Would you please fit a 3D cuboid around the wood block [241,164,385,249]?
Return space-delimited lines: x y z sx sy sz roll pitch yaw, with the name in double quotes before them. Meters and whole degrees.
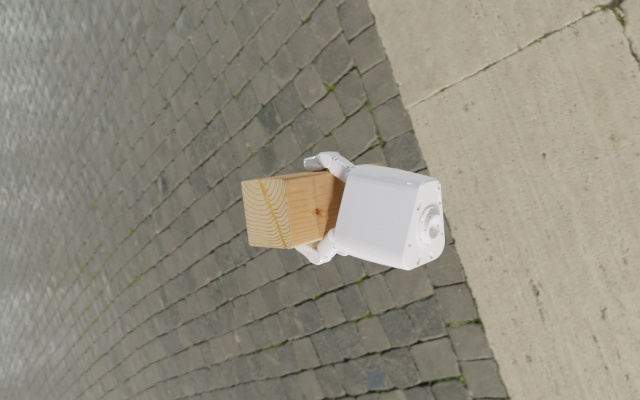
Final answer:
"wood block" 0.000 0.002 0.687 0.090 0.091 0.206 -1 7 45
